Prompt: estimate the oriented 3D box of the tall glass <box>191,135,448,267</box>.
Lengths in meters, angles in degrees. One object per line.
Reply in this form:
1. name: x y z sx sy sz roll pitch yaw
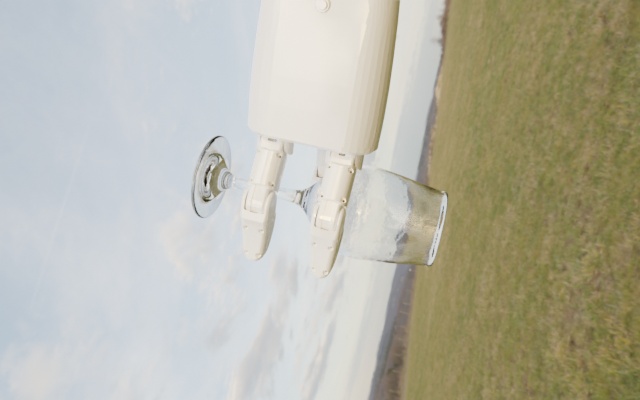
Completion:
1. tall glass: -0.001 0.001 0.401 0.201 0.079 0.079 13 2 10
